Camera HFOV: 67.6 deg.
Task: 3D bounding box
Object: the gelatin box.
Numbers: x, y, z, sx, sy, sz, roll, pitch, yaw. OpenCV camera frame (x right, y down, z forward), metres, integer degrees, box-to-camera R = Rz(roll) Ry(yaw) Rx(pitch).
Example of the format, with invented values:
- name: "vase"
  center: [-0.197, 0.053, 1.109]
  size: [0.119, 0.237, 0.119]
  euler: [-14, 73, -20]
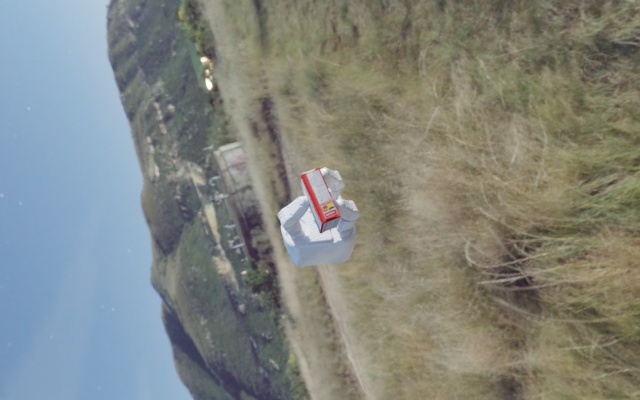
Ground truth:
- name: "gelatin box"
  center: [0.000, 0.002, 0.664]
  size: [0.030, 0.073, 0.089]
  euler: [-22, -11, -6]
